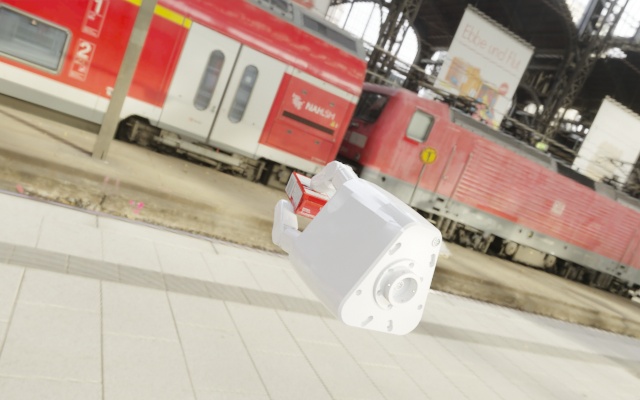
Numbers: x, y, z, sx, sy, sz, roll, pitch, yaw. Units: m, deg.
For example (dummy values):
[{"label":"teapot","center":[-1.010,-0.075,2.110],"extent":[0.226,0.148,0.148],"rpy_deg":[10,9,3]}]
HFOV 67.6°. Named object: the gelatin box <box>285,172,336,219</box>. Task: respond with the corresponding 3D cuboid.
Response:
[{"label":"gelatin box","center":[0.000,0.001,0.577],"extent":[0.073,0.030,0.089],"rpy_deg":[21,14,-18]}]
